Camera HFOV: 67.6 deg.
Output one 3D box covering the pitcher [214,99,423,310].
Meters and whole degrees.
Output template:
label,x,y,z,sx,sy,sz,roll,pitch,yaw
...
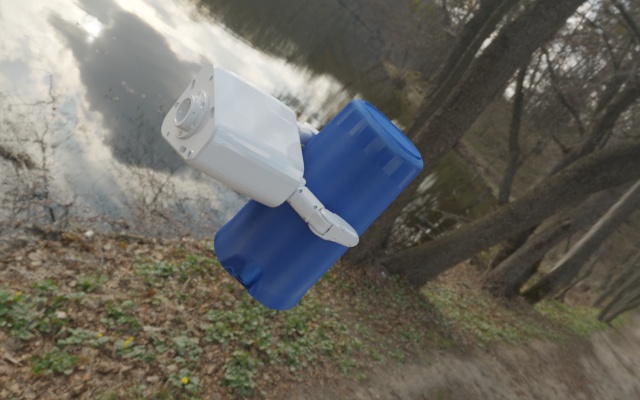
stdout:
label,x,y,z,sx,sy,sz,roll,pitch,yaw
pitcher,0.000,0.002,0.566,0.145,0.243,0.149,28,25,-41
